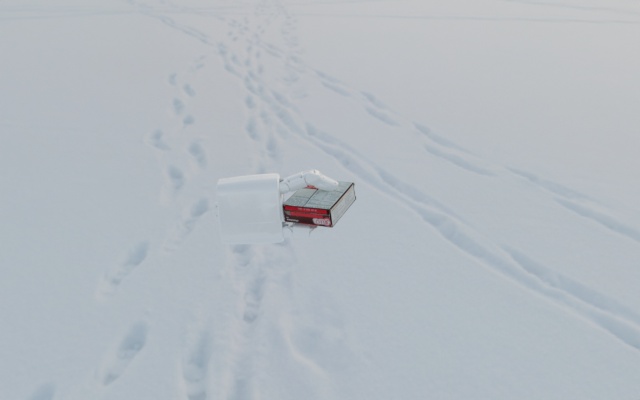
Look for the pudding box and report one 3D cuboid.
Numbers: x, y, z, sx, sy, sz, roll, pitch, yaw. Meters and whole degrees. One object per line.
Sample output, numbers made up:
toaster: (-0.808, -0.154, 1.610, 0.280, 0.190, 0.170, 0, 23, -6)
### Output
pudding box: (0.000, 0.003, 0.823, 0.090, 0.039, 0.113, 7, 30, 24)
